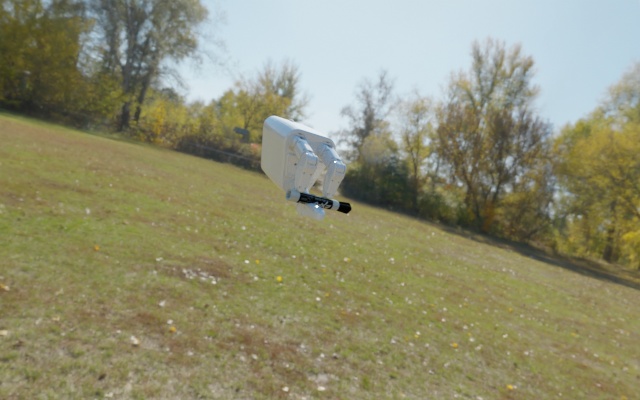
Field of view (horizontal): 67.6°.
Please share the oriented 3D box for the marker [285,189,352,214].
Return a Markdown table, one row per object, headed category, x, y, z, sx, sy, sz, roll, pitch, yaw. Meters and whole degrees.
| category | x | y | z | sx | sy | sz | roll | pitch | yaw |
| --- | --- | --- | --- | --- | --- | --- | --- | --- | --- |
| marker | 0.000 | 0.002 | 0.758 | 0.121 | 0.020 | 0.020 | 13 | -8 | -34 |
